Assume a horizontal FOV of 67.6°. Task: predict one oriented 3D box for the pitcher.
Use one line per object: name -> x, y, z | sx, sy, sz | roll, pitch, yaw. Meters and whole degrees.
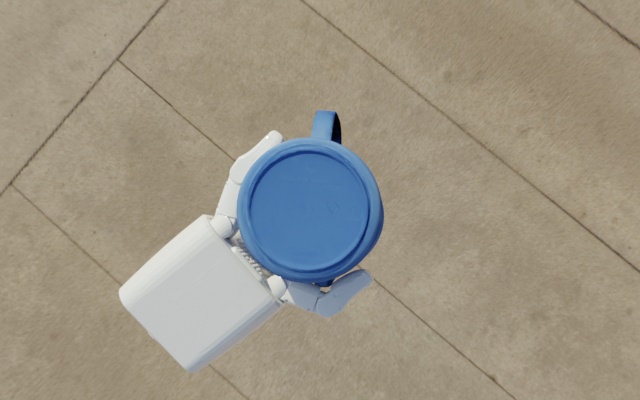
pitcher -> 0.000, 0.002, 0.461 | 0.145, 0.149, 0.243 | -40, -5, 1
